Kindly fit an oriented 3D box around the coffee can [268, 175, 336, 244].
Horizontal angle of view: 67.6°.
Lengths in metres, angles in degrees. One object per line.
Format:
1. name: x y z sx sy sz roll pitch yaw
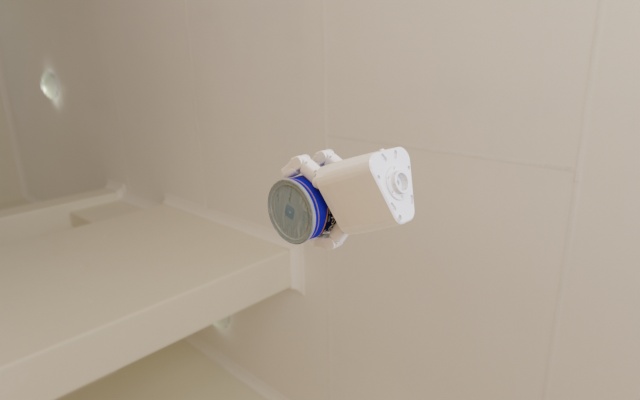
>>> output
1. coffee can: 0.000 0.003 0.777 0.103 0.103 0.140 0 13 45
